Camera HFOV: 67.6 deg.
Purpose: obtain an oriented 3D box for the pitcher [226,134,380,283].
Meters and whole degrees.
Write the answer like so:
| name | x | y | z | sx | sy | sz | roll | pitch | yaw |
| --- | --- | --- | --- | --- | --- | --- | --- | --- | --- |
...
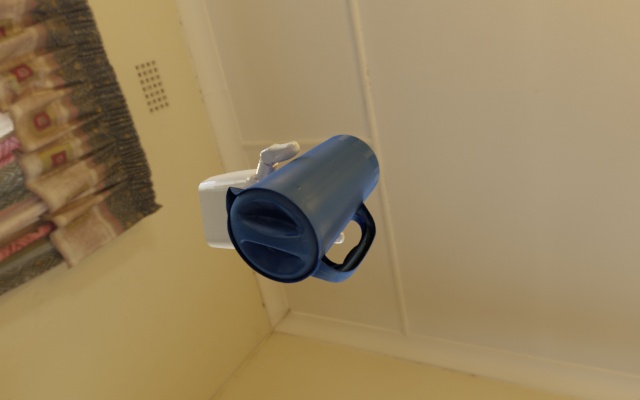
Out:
| name | x | y | z | sx | sy | sz | roll | pitch | yaw |
| --- | --- | --- | --- | --- | --- | --- | --- | --- | --- |
| pitcher | 0.000 | 0.002 | 0.664 | 0.145 | 0.149 | 0.242 | -6 | 22 | 33 |
